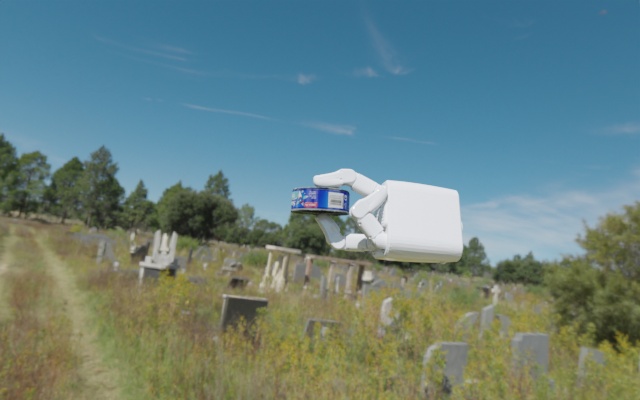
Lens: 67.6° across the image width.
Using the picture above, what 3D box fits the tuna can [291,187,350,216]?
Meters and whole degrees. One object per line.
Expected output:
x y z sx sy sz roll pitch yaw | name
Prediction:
0.000 0.002 0.697 0.086 0.033 0.086 3 -6 0 | tuna can
